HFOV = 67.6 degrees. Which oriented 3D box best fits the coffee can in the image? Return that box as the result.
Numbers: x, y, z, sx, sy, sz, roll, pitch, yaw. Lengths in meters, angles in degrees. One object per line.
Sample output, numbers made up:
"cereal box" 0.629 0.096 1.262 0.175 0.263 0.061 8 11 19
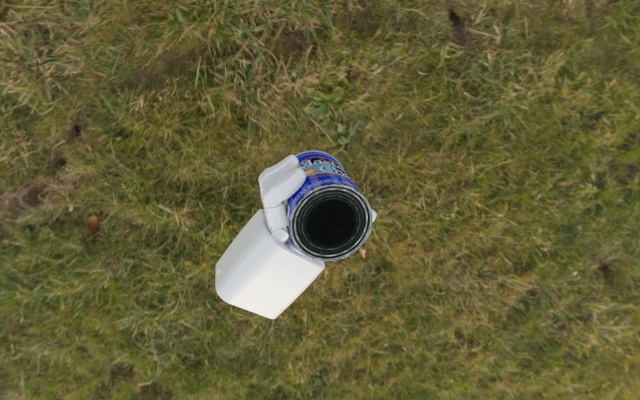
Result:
"coffee can" 0.000 0.002 0.634 0.103 0.103 0.140 0 22 -12
